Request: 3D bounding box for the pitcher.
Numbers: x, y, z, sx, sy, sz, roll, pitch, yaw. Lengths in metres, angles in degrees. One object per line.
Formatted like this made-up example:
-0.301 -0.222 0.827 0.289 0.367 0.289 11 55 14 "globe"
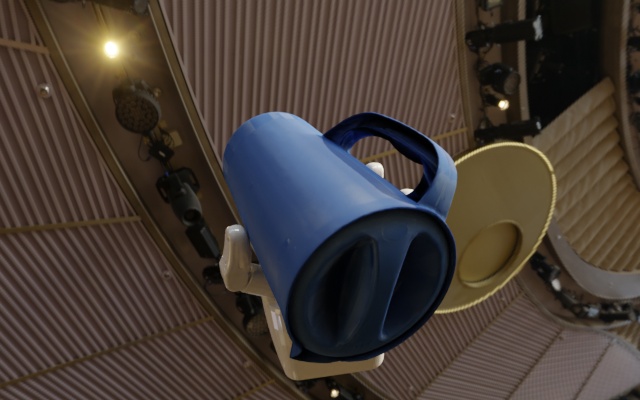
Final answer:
0.000 0.002 0.416 0.149 0.145 0.242 -19 35 -16 "pitcher"
